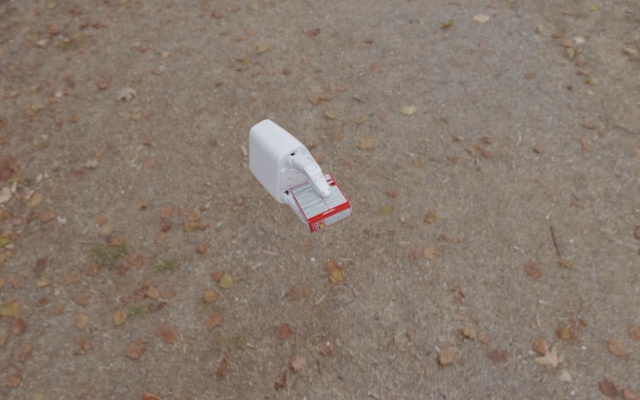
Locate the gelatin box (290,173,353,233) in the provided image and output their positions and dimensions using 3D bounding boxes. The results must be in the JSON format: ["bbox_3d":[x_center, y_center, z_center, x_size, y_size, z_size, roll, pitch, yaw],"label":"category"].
[{"bbox_3d":[0.000,0.002,0.771,0.073,0.030,0.089,-23,45,-9],"label":"gelatin box"}]
